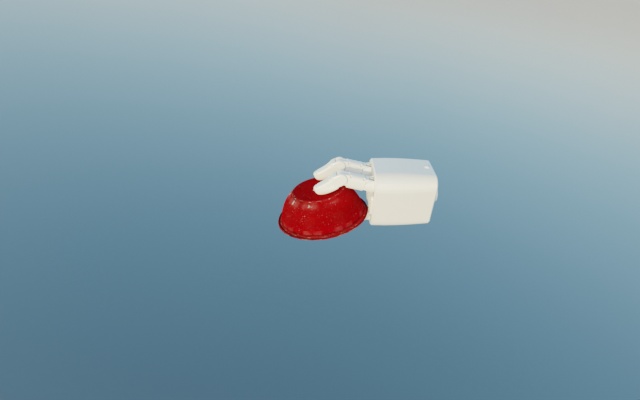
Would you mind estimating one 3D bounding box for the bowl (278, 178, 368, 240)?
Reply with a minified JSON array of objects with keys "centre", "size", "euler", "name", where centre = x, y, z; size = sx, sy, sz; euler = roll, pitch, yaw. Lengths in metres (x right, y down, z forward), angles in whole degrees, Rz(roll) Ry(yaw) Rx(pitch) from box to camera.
[{"centre":[-0.001,0.003,0.835],"size":[0.162,0.055,0.162],"euler":[-8,29,5],"name":"bowl"}]
